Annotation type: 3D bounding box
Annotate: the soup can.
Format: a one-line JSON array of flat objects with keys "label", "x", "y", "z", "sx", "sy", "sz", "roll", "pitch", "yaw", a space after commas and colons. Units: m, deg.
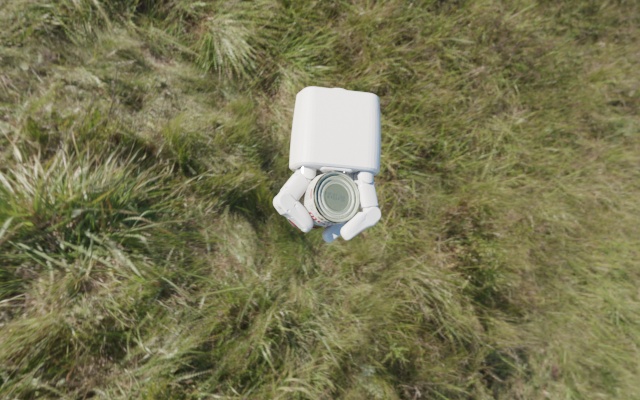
[{"label": "soup can", "x": 0.000, "y": 0.003, "z": 0.640, "sx": 0.068, "sy": 0.068, "sz": 0.102, "roll": 0, "pitch": -8, "yaw": -26}]
